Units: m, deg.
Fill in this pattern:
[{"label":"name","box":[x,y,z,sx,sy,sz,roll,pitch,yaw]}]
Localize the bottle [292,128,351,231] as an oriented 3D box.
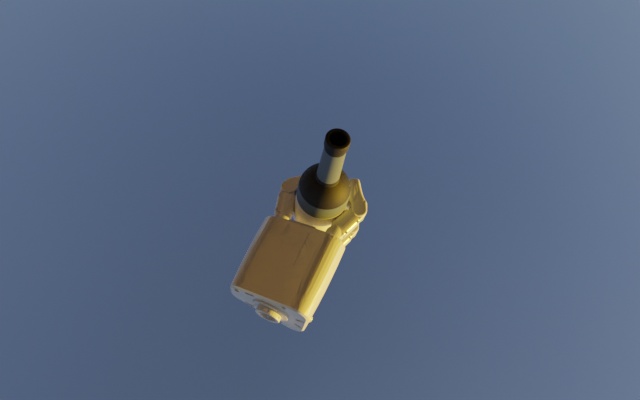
[{"label":"bottle","box":[0.000,0.002,0.629,0.069,0.069,0.296,0,-27,-8]}]
